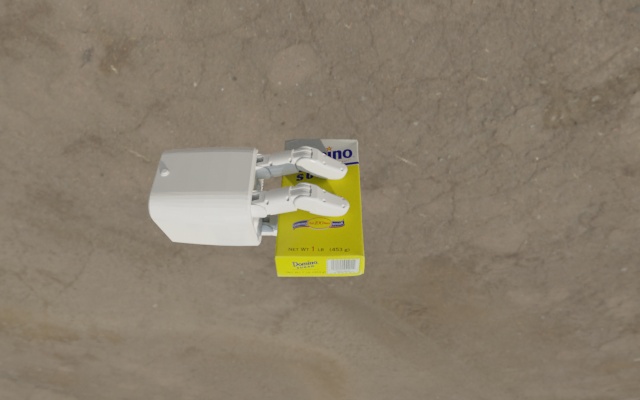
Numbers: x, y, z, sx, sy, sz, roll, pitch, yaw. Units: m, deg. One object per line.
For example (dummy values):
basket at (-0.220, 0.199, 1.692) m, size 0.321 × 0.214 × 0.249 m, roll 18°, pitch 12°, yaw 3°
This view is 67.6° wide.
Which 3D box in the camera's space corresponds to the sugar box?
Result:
sugar box at (0.000, 0.002, 0.546) m, size 0.093 × 0.176 × 0.048 m, roll 0°, pitch -38°, yaw 0°
